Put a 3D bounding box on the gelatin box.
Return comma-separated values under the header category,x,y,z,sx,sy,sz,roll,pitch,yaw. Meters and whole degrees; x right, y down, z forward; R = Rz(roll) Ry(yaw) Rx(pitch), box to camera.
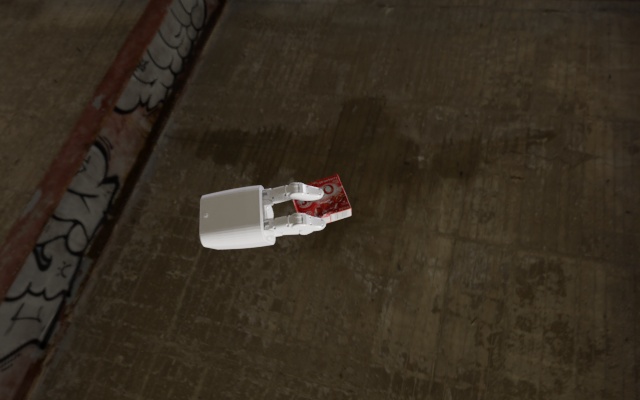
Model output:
category,x,y,z,sx,sy,sz,roll,pitch,yaw
gelatin box,0.000,0.003,0.822,0.089,0.073,0.030,-17,-29,-6
